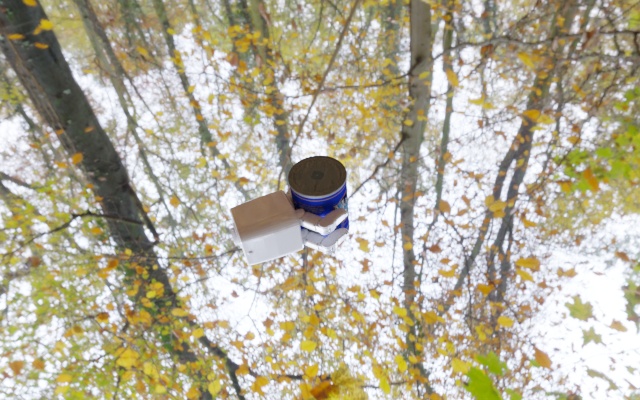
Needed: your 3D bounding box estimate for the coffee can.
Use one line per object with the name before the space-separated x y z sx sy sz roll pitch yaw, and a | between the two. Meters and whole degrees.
coffee can | 0.000 0.003 0.875 0.103 0.102 0.140 0 -43 7
